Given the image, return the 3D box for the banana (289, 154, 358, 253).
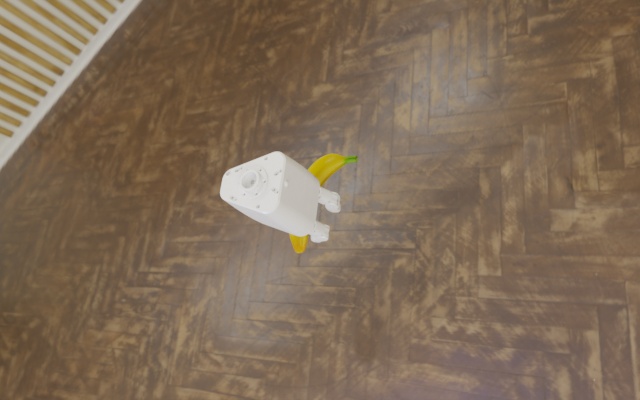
[{"bbox_3d":[-0.013,-0.007,0.829,0.069,0.198,0.037,26,-7,30],"label":"banana"}]
